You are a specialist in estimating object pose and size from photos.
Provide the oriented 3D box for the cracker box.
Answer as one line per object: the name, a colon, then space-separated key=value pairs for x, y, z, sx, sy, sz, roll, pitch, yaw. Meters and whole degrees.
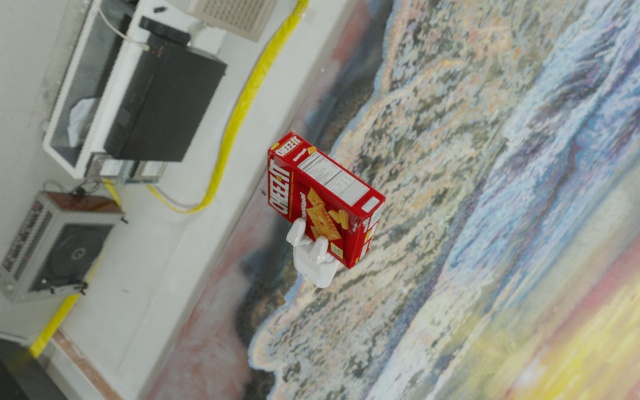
cracker box: x=0.000 y=0.003 z=0.853 sx=0.213 sy=0.164 sz=0.072 roll=36 pitch=57 yaw=20
